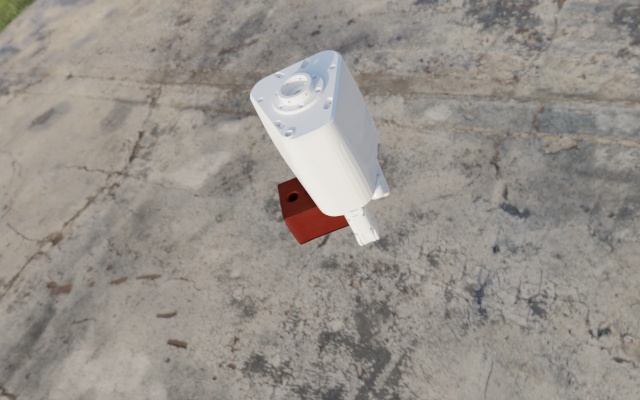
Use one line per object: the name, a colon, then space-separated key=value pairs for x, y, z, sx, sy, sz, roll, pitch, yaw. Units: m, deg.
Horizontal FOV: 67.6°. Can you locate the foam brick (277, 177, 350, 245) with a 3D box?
foam brick: x=0.000 y=0.002 z=0.511 sx=0.078 sy=0.053 sz=0.051 roll=-22 pitch=-42 yaw=10
